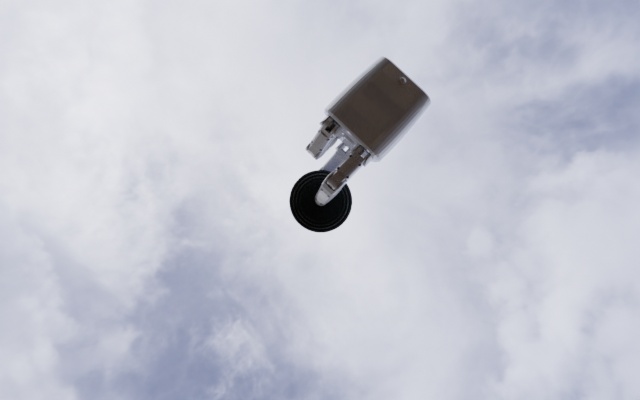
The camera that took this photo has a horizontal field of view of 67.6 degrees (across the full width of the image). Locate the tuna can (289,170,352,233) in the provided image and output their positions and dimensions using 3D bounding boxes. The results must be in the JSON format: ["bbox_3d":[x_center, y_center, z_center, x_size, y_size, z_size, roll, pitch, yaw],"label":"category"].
[{"bbox_3d":[0.000,0.002,0.664,0.086,0.086,0.034,0,-5,-1],"label":"tuna can"}]
